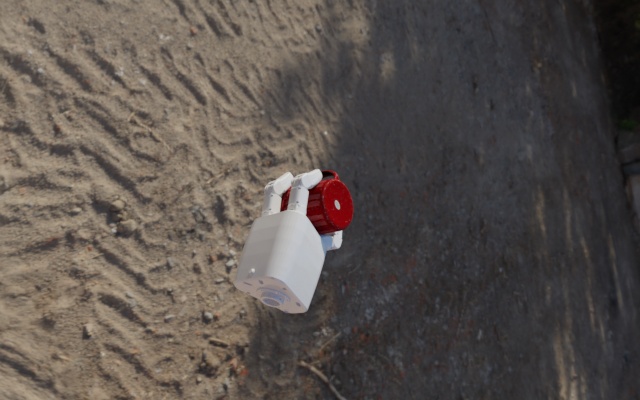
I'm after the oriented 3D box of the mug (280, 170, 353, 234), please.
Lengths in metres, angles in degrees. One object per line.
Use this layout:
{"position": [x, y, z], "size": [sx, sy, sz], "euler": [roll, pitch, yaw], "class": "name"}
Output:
{"position": [0.001, 0.001, 0.756], "size": [0.081, 0.117, 0.093], "euler": [-12, -41, 38], "class": "mug"}
